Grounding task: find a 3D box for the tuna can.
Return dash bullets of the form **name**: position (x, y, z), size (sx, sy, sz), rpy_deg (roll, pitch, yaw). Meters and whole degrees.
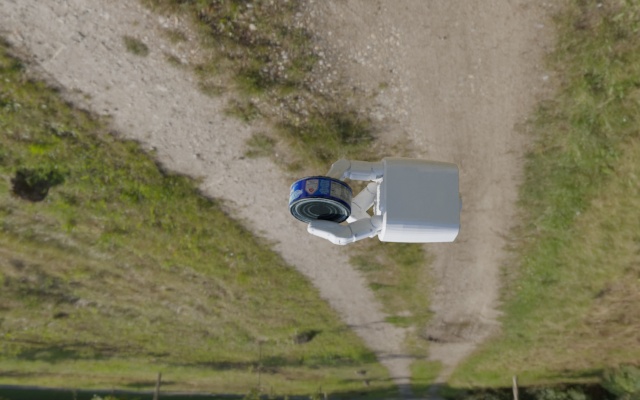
- **tuna can**: position (0.000, 0.003, 0.646), size (0.086, 0.033, 0.086), rpy_deg (4, -27, 2)
